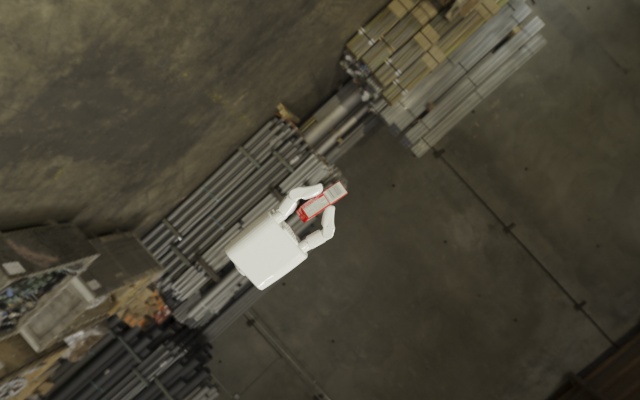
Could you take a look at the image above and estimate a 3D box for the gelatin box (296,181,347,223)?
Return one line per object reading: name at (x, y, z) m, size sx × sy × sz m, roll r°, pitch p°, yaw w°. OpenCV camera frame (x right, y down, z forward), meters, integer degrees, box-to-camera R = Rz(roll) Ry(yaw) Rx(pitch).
gelatin box at (0.001, 0.003, 0.874) m, size 0.089 × 0.030 × 0.073 m, roll -34°, pitch -1°, yaw -10°
